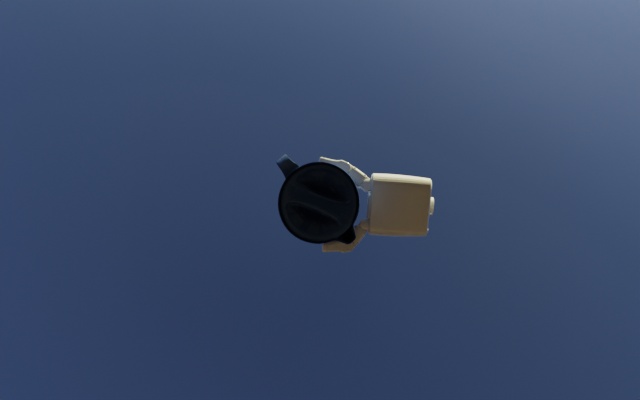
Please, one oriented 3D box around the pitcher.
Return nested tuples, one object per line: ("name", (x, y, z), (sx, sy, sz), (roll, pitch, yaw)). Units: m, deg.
("pitcher", (0.000, 0.003, 0.883), (0.145, 0.149, 0.243), (2, -4, 5))
